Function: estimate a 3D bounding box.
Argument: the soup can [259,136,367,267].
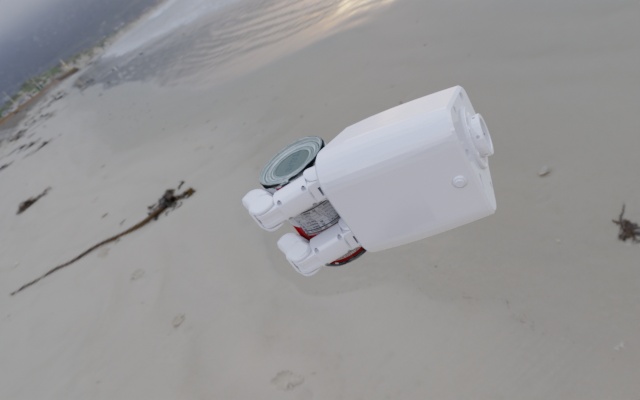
[{"bbox_3d":[0.000,0.001,0.432,0.068,0.102,0.068,-27,29,16],"label":"soup can"}]
